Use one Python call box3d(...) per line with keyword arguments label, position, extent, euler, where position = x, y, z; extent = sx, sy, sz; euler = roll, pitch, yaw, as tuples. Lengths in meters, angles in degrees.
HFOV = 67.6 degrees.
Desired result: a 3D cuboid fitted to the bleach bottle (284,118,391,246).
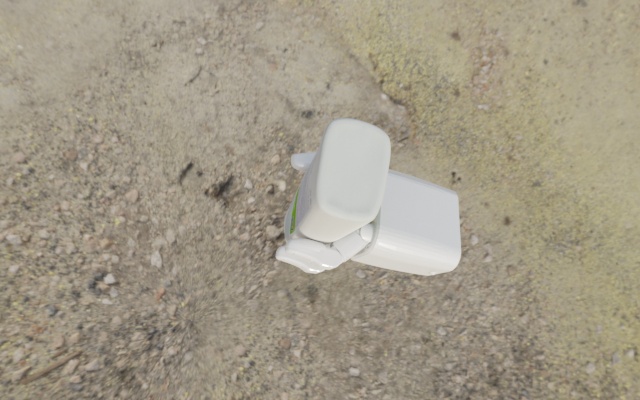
box3d(label="bleach bottle", position=(0.000, 0.002, 0.549), extent=(0.068, 0.102, 0.251), euler=(14, -17, -11))
